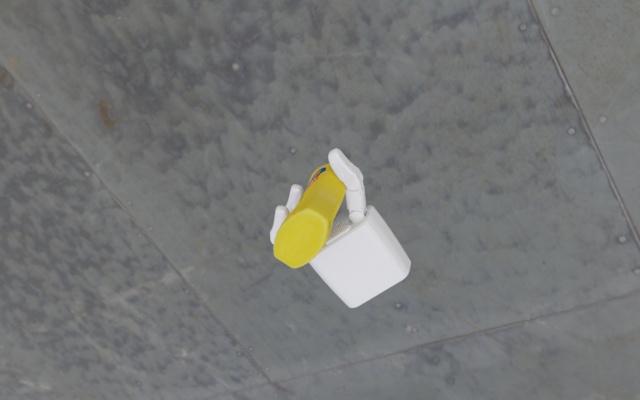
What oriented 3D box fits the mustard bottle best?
[{"bbox_3d":[0.000,0.002,0.649,0.058,0.096,0.191,31,34,-2],"label":"mustard bottle"}]
